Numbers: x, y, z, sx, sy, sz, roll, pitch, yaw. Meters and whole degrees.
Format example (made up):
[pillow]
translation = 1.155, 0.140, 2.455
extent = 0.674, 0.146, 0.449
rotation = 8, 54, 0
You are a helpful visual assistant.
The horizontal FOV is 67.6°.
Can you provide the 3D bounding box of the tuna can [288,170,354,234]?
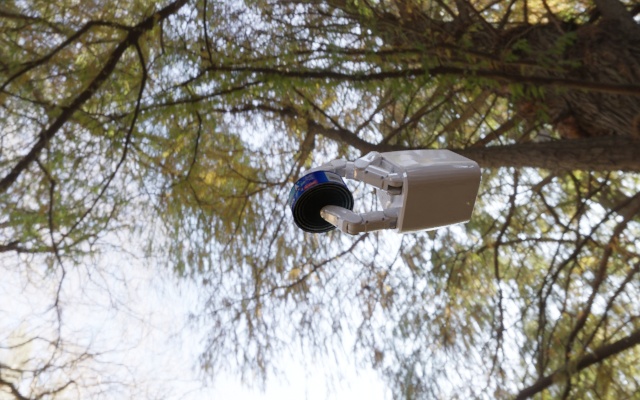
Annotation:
[tuna can]
translation = 0.000, 0.002, 0.646
extent = 0.086, 0.086, 0.033
rotation = 0, 37, -20
